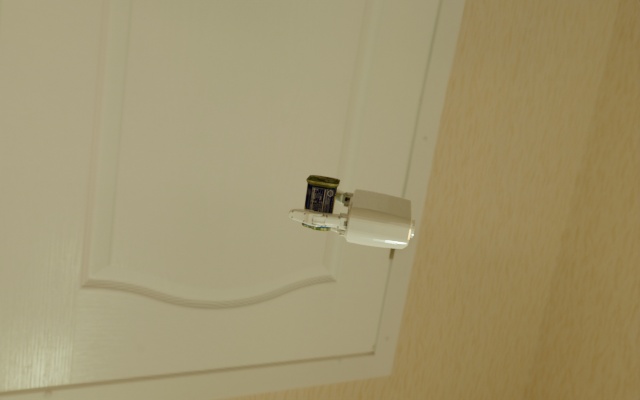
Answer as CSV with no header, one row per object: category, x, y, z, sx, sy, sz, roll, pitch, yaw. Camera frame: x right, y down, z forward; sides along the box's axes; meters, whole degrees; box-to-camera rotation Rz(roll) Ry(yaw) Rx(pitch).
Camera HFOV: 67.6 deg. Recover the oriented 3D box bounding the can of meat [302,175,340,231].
can of meat,0.000,0.003,0.854,0.057,0.084,0.102,9,9,2
